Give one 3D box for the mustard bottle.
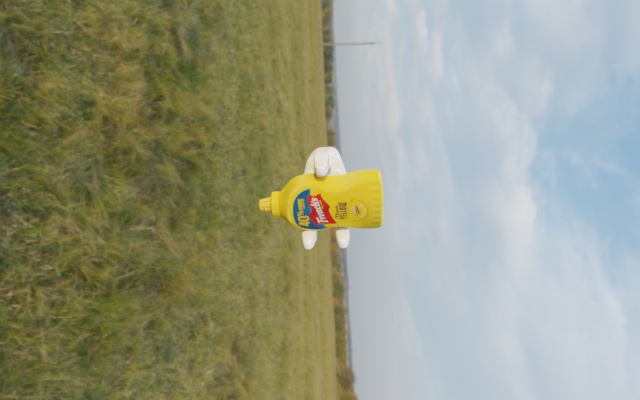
[{"bbox_3d":[0.000,0.003,0.746,0.191,0.096,0.058,-3,38,4],"label":"mustard bottle"}]
